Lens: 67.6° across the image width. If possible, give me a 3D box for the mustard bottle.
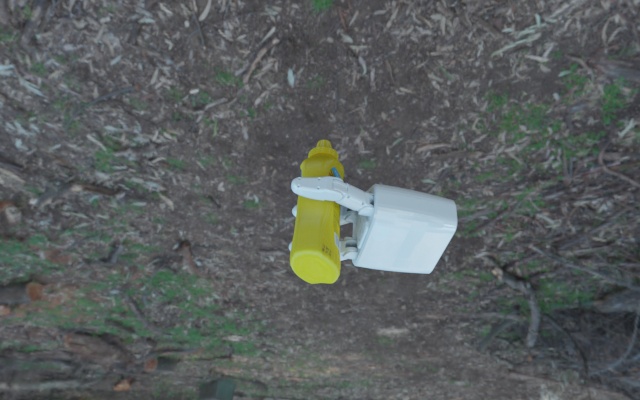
[{"bbox_3d":[0.000,0.002,0.612,0.058,0.191,0.096,-3,-32,13],"label":"mustard bottle"}]
